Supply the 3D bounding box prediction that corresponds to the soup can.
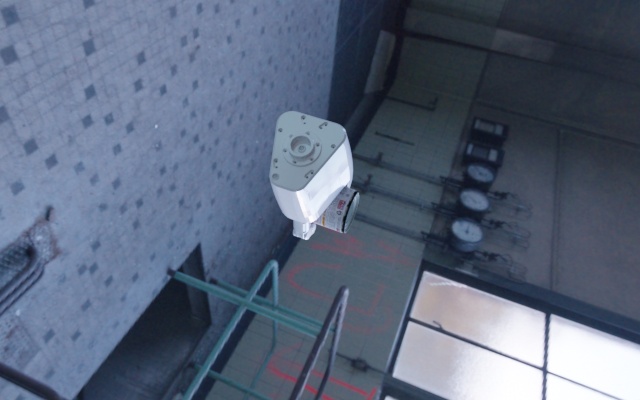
[{"bbox_3d":[0.000,0.003,0.718,0.102,0.068,0.068,18,4,13],"label":"soup can"}]
